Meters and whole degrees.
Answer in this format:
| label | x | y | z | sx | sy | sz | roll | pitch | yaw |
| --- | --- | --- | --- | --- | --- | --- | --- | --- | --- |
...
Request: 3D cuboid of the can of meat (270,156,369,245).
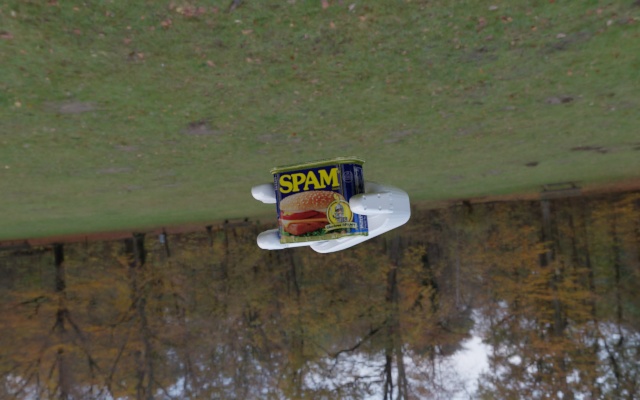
| label | x | y | z | sx | sy | sz | roll | pitch | yaw |
| --- | --- | --- | --- | --- | --- | --- | --- | --- | --- |
| can of meat | 0.000 | 0.002 | 0.518 | 0.102 | 0.084 | 0.057 | -7 | -4 | 23 |
